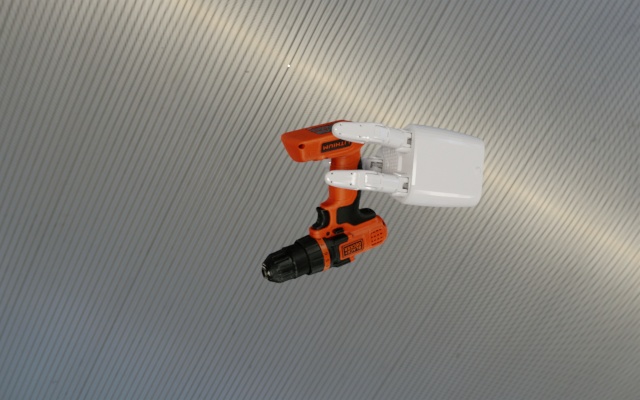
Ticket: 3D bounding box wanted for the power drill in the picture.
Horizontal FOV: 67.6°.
[{"bbox_3d":[0.000,0.002,0.605,0.184,0.188,0.057,-19,28,-27],"label":"power drill"}]
